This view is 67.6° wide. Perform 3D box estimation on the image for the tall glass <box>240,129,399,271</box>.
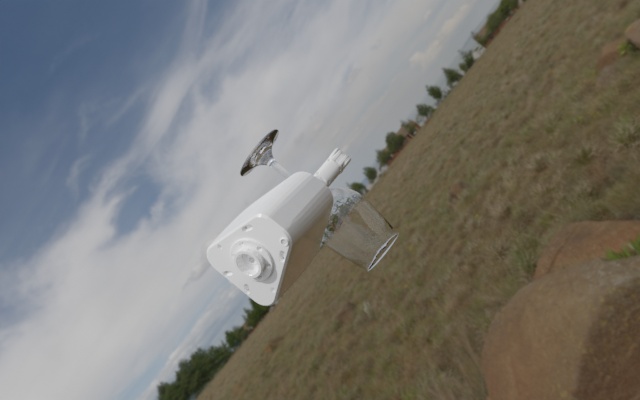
[{"bbox_3d":[0.000,0.001,0.596,0.201,0.079,0.079,39,2,2],"label":"tall glass"}]
